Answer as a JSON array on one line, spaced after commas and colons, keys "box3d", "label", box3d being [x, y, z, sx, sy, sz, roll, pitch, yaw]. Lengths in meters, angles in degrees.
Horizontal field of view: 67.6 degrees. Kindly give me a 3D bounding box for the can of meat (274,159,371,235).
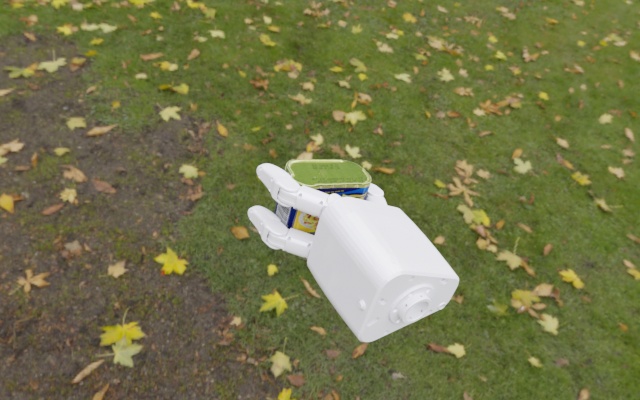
[{"box3d": [0.000, 0.001, 0.541, 0.102, 0.084, 0.057, -3, 38, -27], "label": "can of meat"}]
